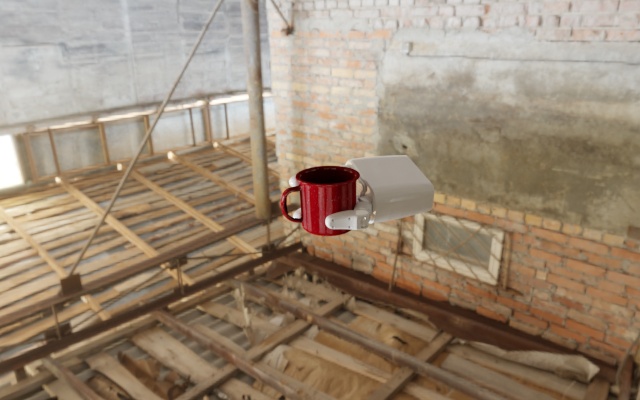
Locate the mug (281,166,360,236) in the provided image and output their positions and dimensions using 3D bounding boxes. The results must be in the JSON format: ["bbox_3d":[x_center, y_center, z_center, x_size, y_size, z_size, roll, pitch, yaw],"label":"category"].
[{"bbox_3d":[-0.001,0.003,0.694,0.117,0.081,0.093,-8,21,-17],"label":"mug"}]
